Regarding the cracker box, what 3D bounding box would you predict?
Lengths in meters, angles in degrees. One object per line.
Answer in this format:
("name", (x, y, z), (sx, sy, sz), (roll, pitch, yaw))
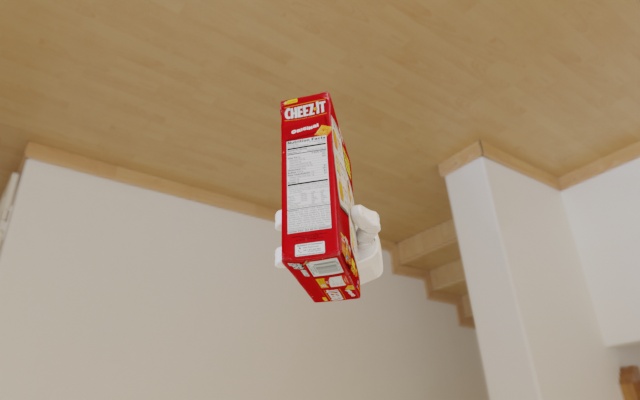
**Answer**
("cracker box", (0.000, 0.002, 0.600), (0.072, 0.213, 0.164), (-8, -28, 9))
